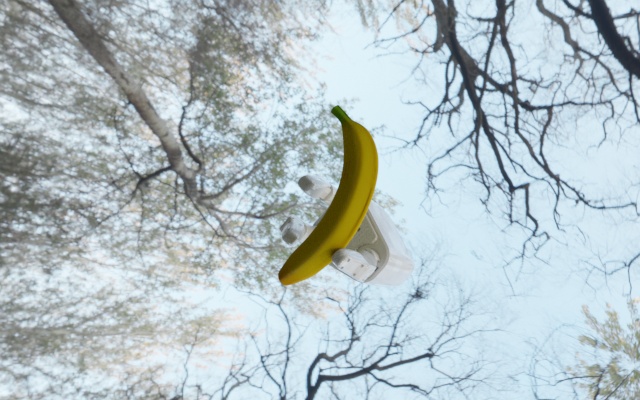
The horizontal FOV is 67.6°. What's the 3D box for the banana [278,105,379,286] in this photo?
[{"bbox_3d":[0.017,0.003,0.496,0.069,0.198,0.037,18,-3,29],"label":"banana"}]
